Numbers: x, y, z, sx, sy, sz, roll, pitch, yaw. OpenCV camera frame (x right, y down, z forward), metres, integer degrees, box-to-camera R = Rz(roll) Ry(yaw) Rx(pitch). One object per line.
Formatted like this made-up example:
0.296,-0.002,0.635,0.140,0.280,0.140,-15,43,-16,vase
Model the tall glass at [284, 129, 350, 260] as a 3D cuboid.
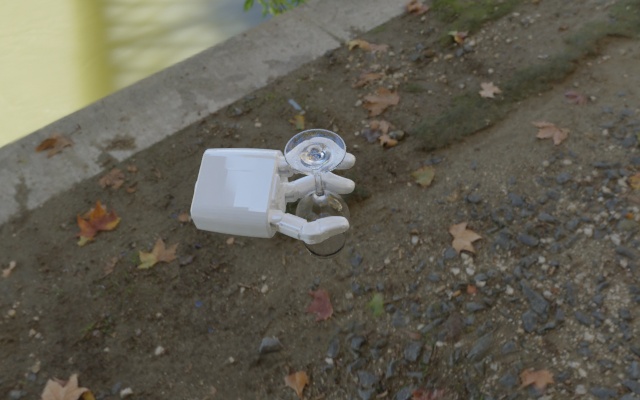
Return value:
0.000,0.002,0.644,0.079,0.079,0.201,0,-38,5,tall glass
